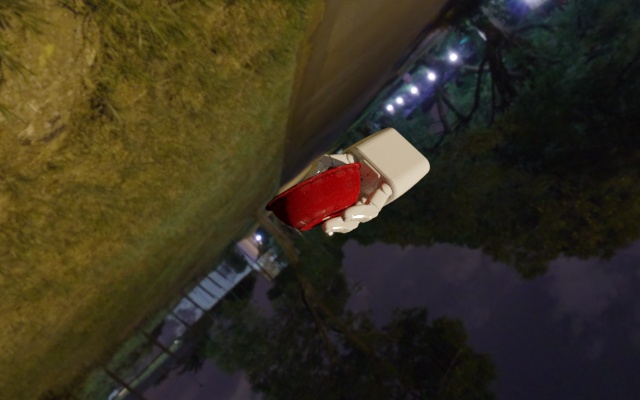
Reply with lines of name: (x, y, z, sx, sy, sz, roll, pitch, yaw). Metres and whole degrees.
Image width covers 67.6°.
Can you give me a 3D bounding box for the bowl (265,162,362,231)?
bowl: (-0.001, 0.003, 0.727, 0.162, 0.055, 0.162, -24, -8, -4)
